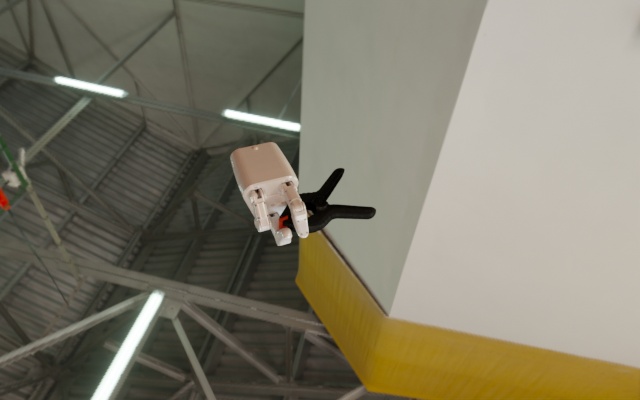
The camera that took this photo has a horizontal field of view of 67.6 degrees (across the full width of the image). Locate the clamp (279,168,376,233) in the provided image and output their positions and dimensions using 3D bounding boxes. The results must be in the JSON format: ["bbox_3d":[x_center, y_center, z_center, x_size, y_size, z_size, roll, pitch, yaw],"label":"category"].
[{"bbox_3d":[0.000,0.003,0.850,0.171,0.039,0.120,-14,49,-17],"label":"clamp"}]
